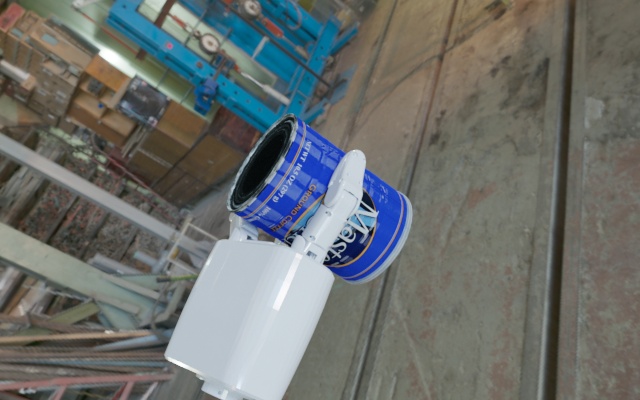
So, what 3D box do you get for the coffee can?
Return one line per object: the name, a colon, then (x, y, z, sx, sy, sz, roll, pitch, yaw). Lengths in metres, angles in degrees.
coffee can: (0.000, 0.001, 0.445, 0.140, 0.102, 0.103, 34, -15, -23)
